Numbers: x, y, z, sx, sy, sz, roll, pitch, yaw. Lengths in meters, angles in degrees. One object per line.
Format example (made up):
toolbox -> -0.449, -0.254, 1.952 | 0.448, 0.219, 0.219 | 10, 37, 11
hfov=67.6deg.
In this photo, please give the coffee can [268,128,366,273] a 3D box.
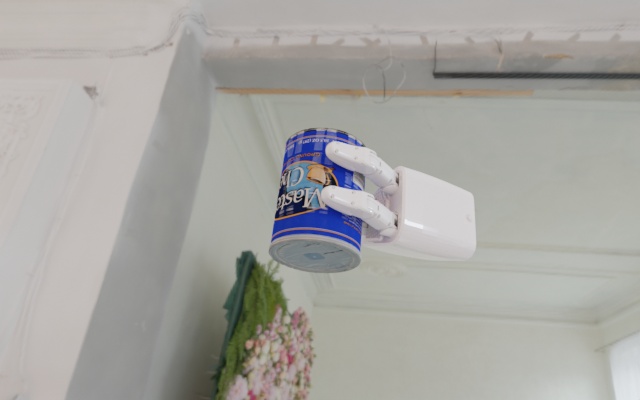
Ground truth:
coffee can -> 0.000, 0.002, 0.557 | 0.103, 0.140, 0.103 | 5, -27, 3
